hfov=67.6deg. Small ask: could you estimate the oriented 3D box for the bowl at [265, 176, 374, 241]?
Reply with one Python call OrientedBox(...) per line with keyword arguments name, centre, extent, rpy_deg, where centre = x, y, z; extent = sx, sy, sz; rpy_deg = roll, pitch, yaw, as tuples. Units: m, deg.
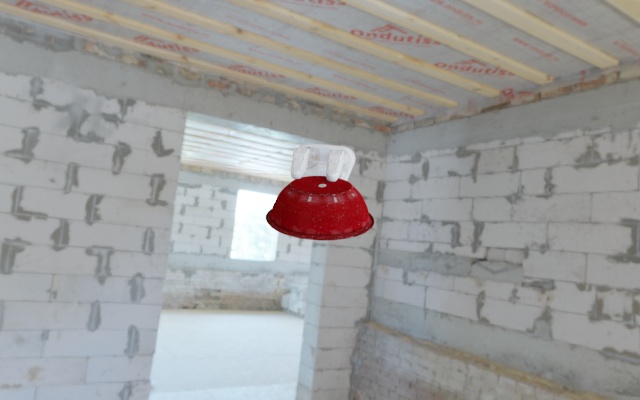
OrientedBox(name="bowl", centre=(0.000, 0.002, 0.700), extent=(0.162, 0.055, 0.162), rpy_deg=(2, 20, -1))
